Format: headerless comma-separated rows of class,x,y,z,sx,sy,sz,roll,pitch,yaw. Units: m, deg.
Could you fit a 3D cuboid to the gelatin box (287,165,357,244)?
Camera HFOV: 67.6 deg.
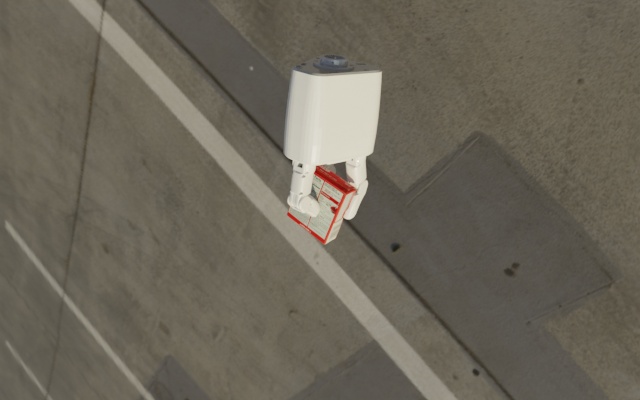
gelatin box,0.000,0.003,0.644,0.073,0.089,0.030,36,34,23
